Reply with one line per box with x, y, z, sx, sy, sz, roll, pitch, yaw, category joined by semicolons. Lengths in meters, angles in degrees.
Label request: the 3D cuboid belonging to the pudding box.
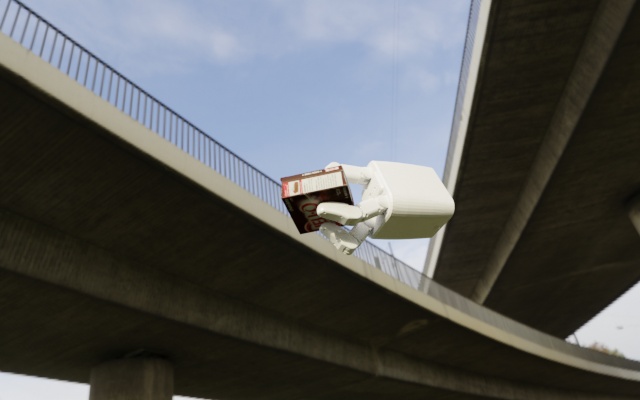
0.000;0.002;0.673;0.090;0.039;0.114;-12;-34;6;pudding box
